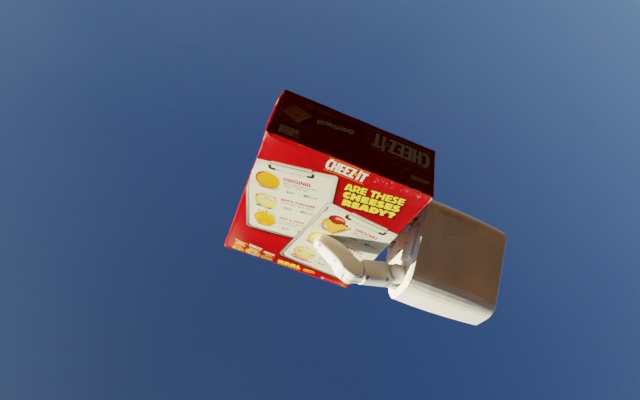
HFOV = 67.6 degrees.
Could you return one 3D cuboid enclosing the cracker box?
[{"bbox_3d":[0.000,0.002,0.519,0.164,0.072,0.214,20,-38,-9],"label":"cracker box"}]
